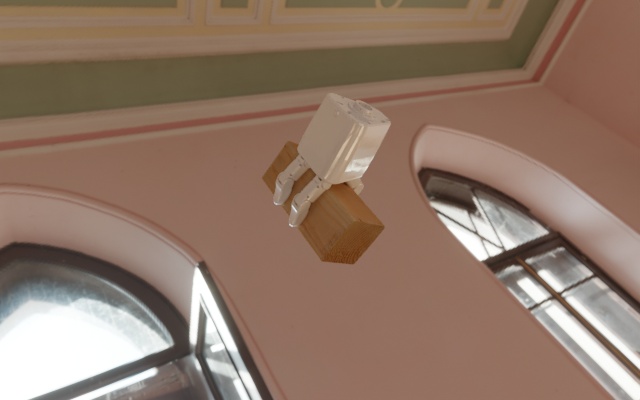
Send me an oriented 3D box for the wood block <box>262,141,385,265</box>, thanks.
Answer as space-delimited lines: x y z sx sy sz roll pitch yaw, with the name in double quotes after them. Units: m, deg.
0.000 0.002 0.809 0.091 0.090 0.206 13 31 -49 "wood block"
